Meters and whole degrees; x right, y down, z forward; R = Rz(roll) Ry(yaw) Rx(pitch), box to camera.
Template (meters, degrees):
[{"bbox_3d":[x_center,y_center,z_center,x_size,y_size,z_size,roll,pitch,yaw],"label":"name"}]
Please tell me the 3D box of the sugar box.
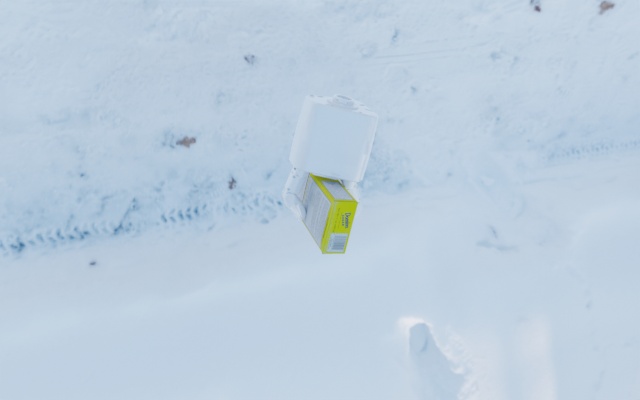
[{"bbox_3d":[0.001,0.002,0.777,0.048,0.093,0.176,4,26,-21],"label":"sugar box"}]
